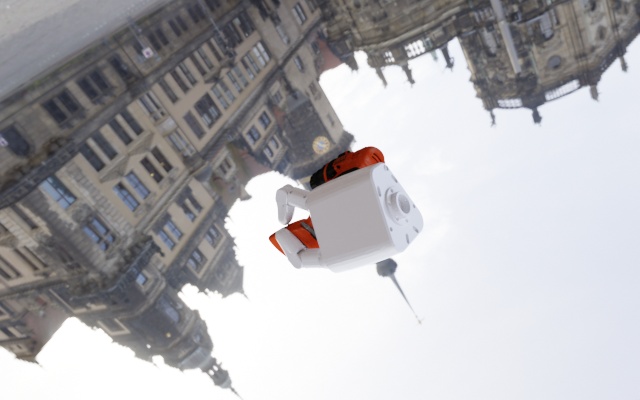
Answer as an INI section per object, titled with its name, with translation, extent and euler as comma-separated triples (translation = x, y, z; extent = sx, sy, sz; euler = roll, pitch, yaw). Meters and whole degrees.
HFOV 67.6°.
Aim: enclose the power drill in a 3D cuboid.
[power drill]
translation = 0.000, 0.003, 0.738
extent = 0.057, 0.187, 0.184
euler = 43, -28, -14
